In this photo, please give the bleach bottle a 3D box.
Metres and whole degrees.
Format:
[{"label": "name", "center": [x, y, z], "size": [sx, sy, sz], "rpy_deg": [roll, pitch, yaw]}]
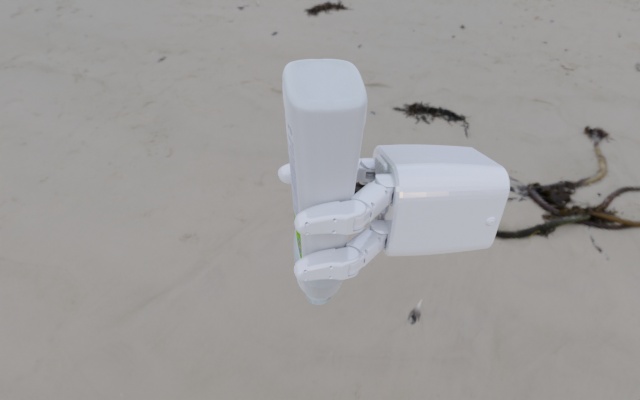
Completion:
[{"label": "bleach bottle", "center": [0.000, 0.002, 0.465], "size": [0.068, 0.251, 0.102], "rpy_deg": [-2, 38, -5]}]
